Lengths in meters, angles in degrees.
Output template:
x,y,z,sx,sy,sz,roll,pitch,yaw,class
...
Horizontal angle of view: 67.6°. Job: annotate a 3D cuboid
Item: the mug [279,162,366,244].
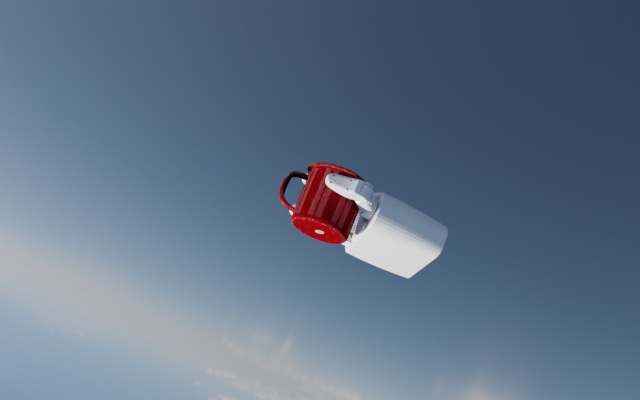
x,y,z,sx,sy,sz,roll,pitch,yaw,class
-0.001,0.002,0.649,0.117,0.081,0.093,24,-21,-5,mug
